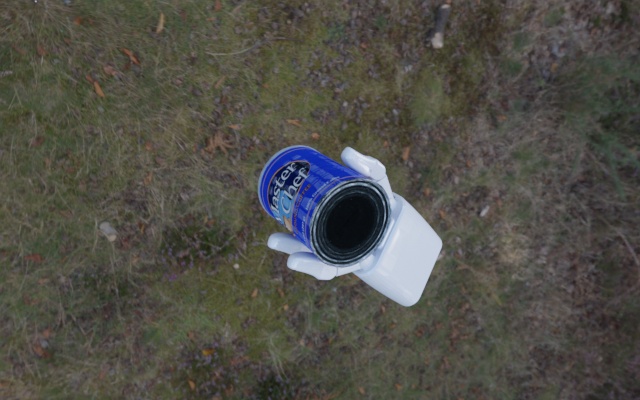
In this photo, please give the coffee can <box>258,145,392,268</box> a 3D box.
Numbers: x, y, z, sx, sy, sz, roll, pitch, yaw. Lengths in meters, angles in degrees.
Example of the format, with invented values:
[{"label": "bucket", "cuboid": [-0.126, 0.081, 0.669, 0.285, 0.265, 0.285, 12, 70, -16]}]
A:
[{"label": "coffee can", "cuboid": [0.000, 0.002, 0.560, 0.103, 0.103, 0.140, 0, 20, -31]}]
